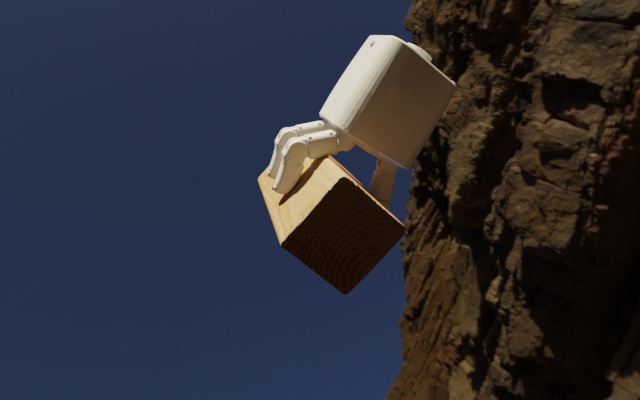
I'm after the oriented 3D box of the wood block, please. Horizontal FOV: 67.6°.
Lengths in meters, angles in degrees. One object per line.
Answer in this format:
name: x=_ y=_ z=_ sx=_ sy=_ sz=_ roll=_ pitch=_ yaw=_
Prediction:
wood block: x=0.001 y=0.002 z=0.535 sx=0.091 sy=0.090 sz=0.206 roll=40 pitch=6 yaw=-22
